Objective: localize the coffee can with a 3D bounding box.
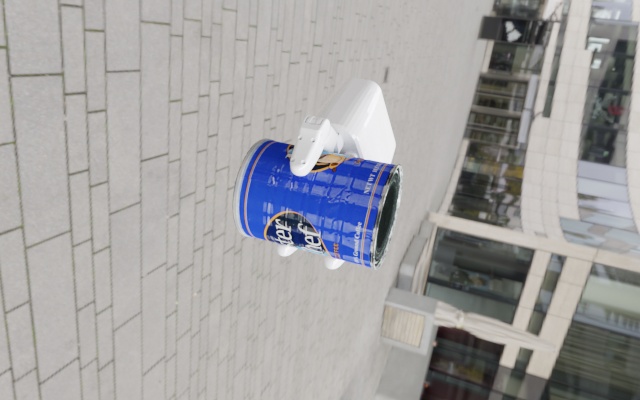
[{"bbox_3d":[0.000,0.002,0.471,0.140,0.103,0.103,13,4,17],"label":"coffee can"}]
